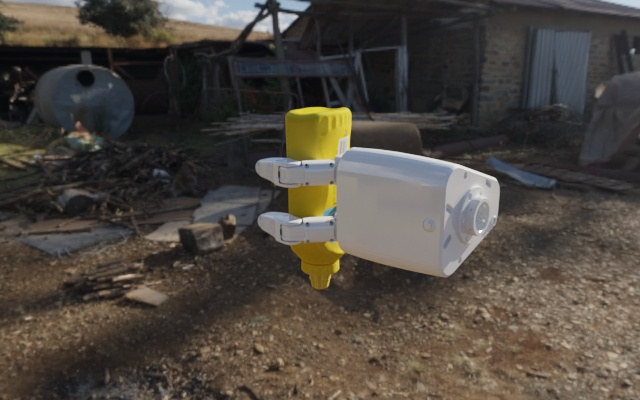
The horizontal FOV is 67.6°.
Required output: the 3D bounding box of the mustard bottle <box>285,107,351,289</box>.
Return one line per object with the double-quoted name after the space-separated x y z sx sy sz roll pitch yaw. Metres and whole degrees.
0.000 0.001 0.499 0.058 0.192 0.096 5 15 19 "mustard bottle"
